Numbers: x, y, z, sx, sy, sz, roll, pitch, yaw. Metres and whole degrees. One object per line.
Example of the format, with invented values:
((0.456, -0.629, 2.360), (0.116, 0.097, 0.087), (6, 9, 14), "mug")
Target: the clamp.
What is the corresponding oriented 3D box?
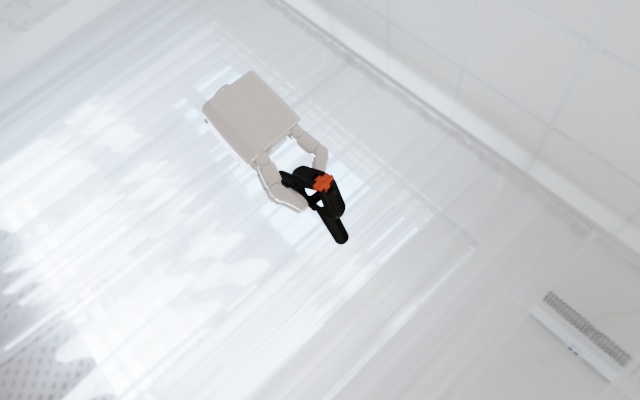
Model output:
((0.001, 0.002, 0.715), (0.036, 0.164, 0.210), (-46, 4, -12), "clamp")
